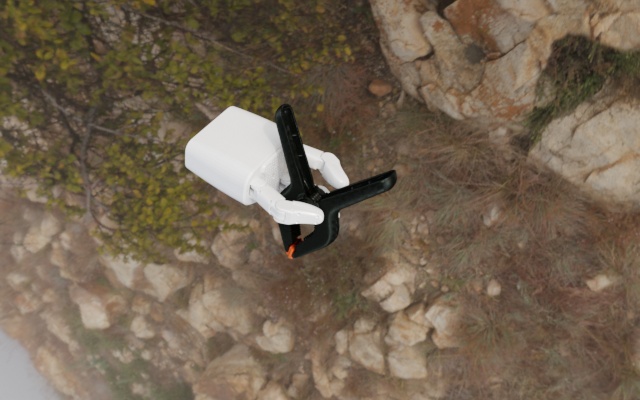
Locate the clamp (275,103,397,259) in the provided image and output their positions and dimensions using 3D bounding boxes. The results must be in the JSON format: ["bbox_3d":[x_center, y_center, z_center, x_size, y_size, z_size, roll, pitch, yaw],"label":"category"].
[{"bbox_3d":[-0.001,0.003,0.599,0.164,0.210,0.036,29,40,19],"label":"clamp"}]
